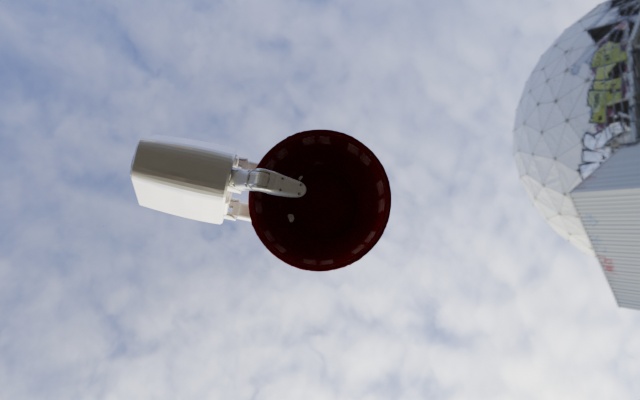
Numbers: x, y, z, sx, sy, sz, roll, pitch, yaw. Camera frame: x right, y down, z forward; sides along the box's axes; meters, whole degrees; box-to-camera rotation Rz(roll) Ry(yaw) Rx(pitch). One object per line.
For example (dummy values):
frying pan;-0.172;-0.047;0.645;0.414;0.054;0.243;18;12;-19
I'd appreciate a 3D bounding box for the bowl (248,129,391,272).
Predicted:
bowl;0.001;0.002;0.559;0.162;0.162;0.055;0;-8;4
